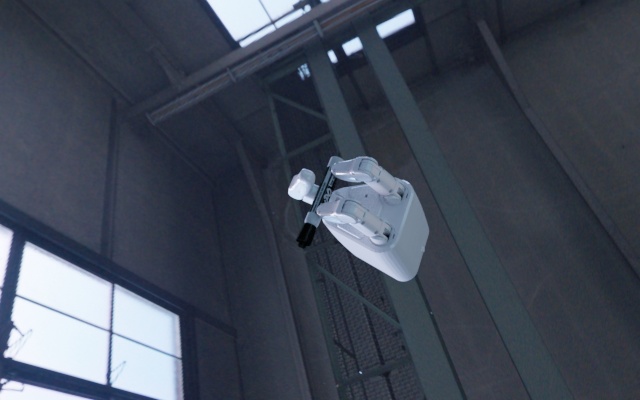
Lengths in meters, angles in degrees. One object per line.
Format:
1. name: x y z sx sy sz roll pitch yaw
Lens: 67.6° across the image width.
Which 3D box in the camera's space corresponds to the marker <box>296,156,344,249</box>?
1. marker: 0.000 0.002 0.570 0.020 0.121 0.020 20 -21 8
